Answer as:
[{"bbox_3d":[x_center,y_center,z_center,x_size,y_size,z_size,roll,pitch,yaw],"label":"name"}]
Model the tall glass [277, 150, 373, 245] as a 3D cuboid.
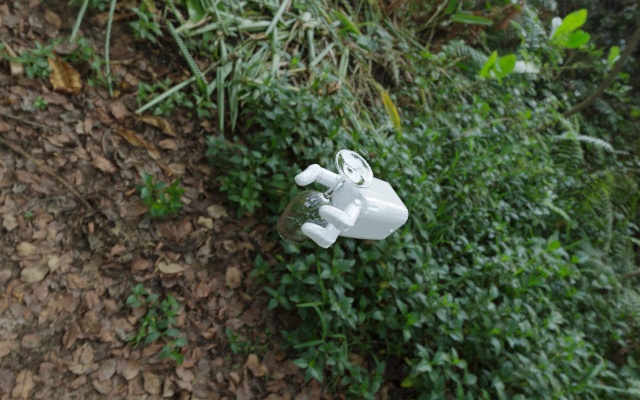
[{"bbox_3d":[0.000,0.002,0.818,0.079,0.079,0.201,0,-32,-40],"label":"tall glass"}]
